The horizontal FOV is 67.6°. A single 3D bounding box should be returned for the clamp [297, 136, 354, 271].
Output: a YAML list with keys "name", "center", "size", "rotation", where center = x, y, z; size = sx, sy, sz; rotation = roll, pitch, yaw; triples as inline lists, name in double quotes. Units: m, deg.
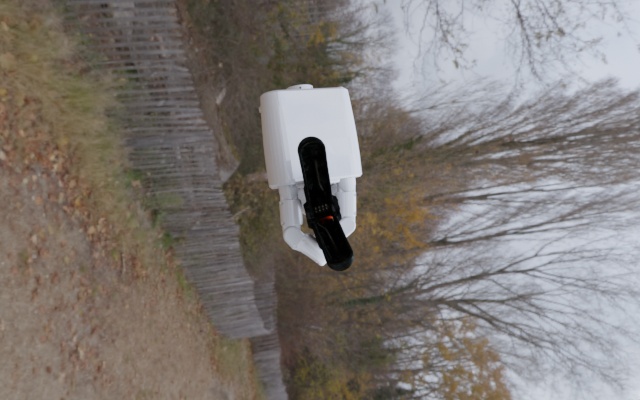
- name: "clamp"
  center: [0.001, 0.002, 0.483]
  size: [0.039, 0.120, 0.171]
  rotation: [-8, 1, -6]
